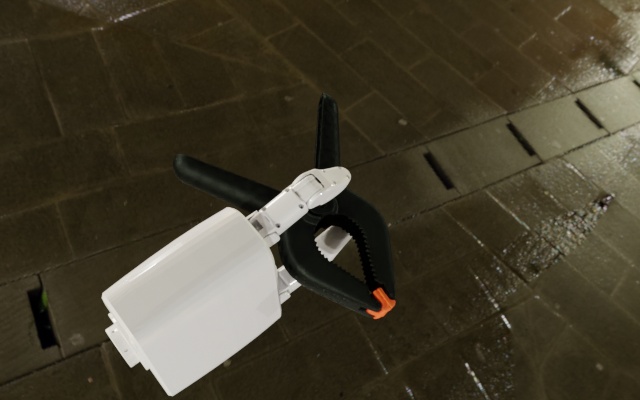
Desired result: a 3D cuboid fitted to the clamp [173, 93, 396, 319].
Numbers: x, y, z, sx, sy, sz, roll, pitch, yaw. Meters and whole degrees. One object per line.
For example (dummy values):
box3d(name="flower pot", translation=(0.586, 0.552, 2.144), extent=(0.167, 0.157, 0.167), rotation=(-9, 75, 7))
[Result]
box3d(name="clamp", translation=(0.000, 0.001, 0.408), extent=(0.164, 0.210, 0.036), rotation=(-36, -16, -24))
